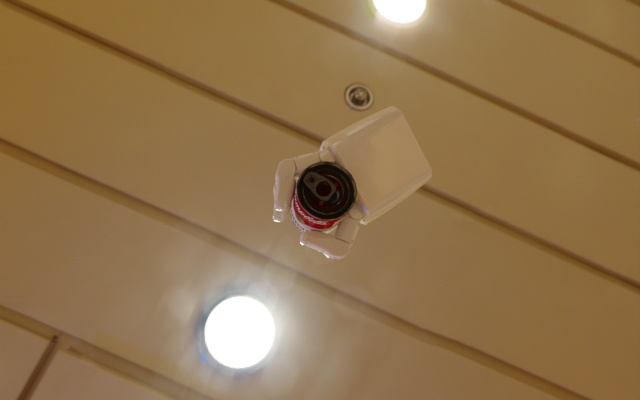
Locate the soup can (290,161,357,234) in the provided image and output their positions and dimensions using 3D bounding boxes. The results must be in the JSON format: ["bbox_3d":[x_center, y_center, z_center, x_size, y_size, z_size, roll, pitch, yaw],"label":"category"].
[{"bbox_3d":[0.000,0.002,0.572,0.068,0.068,0.102,0,-15,-8],"label":"soup can"}]
